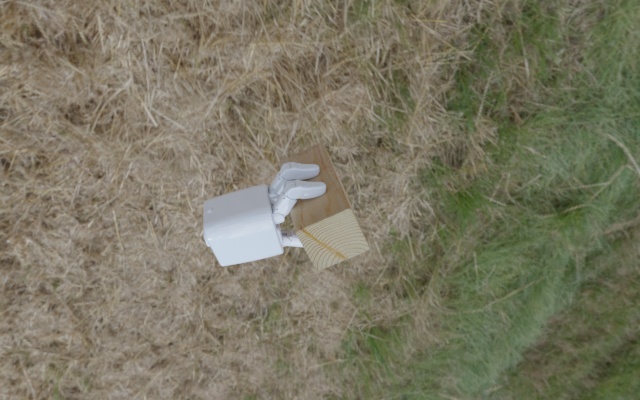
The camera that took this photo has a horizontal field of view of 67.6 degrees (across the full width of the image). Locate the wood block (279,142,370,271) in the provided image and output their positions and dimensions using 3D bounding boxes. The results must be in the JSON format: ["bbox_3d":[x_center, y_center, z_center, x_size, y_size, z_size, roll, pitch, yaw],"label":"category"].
[{"bbox_3d":[0.000,0.003,0.784,0.090,0.091,0.206,-24,36,4],"label":"wood block"}]
